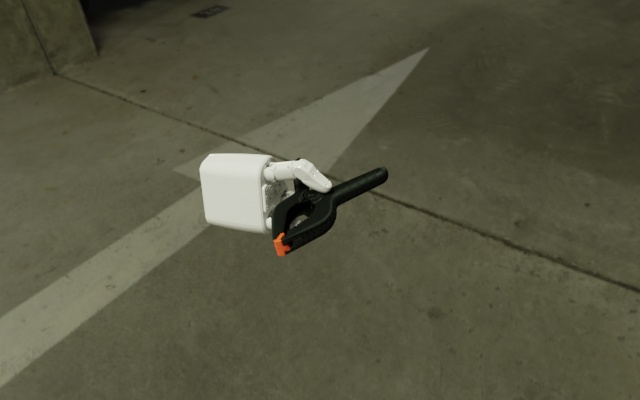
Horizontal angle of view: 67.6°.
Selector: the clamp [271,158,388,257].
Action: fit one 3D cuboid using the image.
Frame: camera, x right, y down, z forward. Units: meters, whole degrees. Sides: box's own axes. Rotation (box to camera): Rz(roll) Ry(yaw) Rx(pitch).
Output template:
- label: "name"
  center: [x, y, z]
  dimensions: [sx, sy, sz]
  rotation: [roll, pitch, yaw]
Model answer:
- label: "clamp"
  center: [0.000, 0.002, 0.691]
  dimensions: [0.164, 0.036, 0.209]
  rotation: [3, 38, 22]
